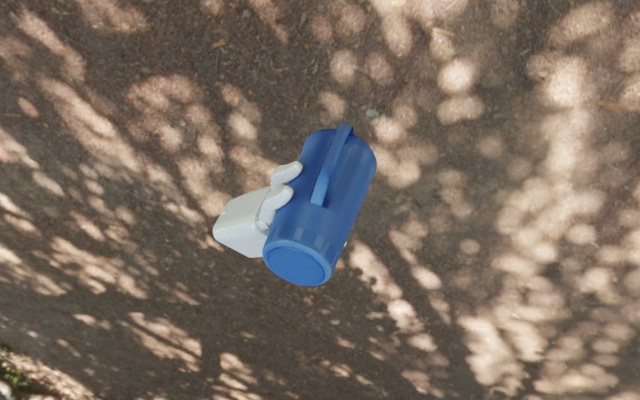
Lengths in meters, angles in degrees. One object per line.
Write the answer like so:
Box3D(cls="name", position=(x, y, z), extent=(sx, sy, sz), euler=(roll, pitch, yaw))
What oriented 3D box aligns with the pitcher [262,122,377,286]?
Box3D(cls="pitcher", position=(0.000, 0.003, 0.752), extent=(0.145, 0.242, 0.149), euler=(-14, -51, 36))
